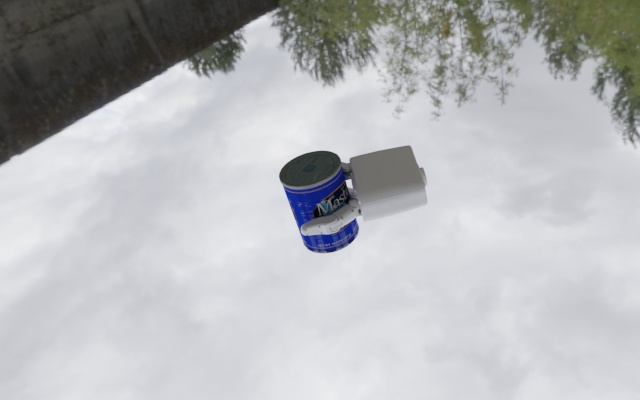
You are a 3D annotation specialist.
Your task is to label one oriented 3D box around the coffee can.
[{"bbox_3d":[0.000,0.003,0.796,0.103,0.140,0.102,-12,34,8],"label":"coffee can"}]
